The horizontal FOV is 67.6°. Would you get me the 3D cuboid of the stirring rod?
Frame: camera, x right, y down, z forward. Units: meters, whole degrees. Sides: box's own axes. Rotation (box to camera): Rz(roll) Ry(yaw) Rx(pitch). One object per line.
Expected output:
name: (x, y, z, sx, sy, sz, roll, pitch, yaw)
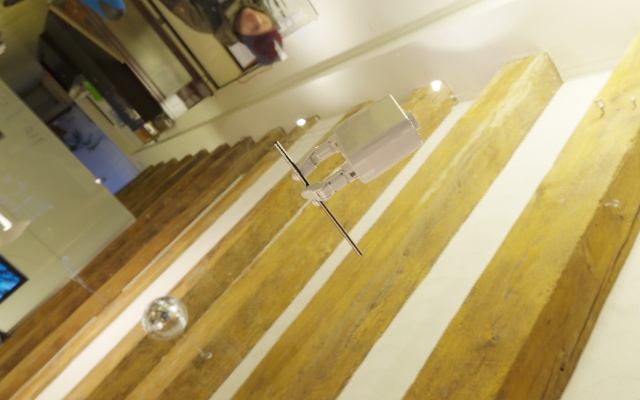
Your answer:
stirring rod: (0.000, 0.002, 0.761, 0.011, 0.240, 0.011, -31, 22, 14)
